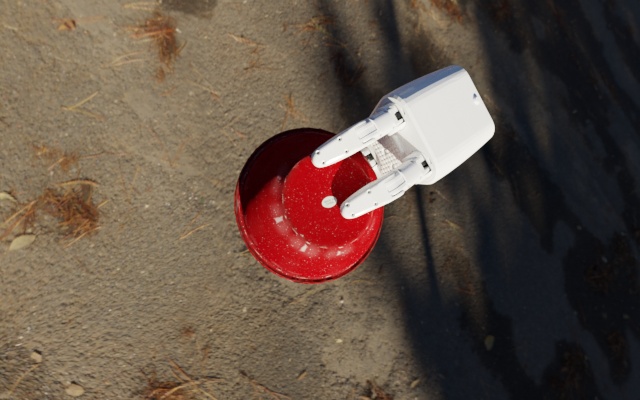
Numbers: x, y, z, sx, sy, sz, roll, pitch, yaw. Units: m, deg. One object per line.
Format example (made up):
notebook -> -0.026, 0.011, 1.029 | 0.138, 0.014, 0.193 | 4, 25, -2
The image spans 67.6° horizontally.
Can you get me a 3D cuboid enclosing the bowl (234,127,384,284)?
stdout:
bowl -> -0.001, 0.002, 0.467 | 0.162, 0.162, 0.055 | 0, -6, -19
